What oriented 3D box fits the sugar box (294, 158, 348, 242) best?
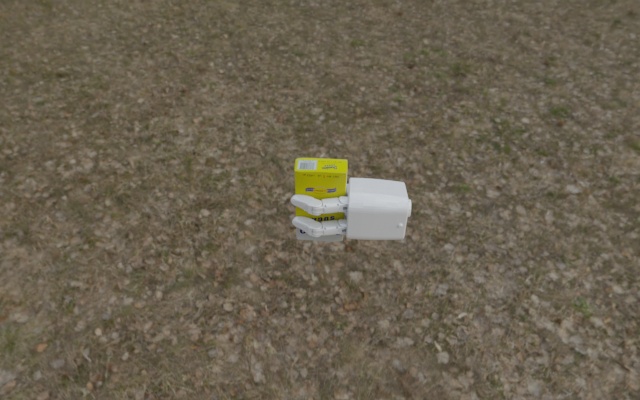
[{"bbox_3d":[0.000,0.003,0.885,0.093,0.176,0.048,3,41,3],"label":"sugar box"}]
